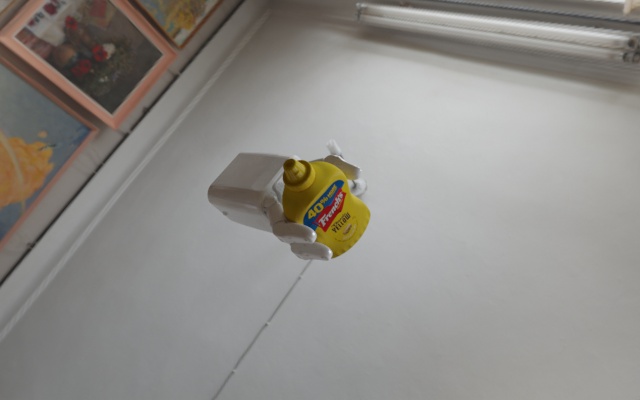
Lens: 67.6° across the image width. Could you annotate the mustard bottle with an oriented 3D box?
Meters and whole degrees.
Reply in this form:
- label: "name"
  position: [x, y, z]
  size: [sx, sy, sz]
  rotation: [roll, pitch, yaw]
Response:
- label: "mustard bottle"
  position: [0.000, 0.002, 0.649]
  size: [0.058, 0.096, 0.192]
  rotation: [39, -7, 39]
